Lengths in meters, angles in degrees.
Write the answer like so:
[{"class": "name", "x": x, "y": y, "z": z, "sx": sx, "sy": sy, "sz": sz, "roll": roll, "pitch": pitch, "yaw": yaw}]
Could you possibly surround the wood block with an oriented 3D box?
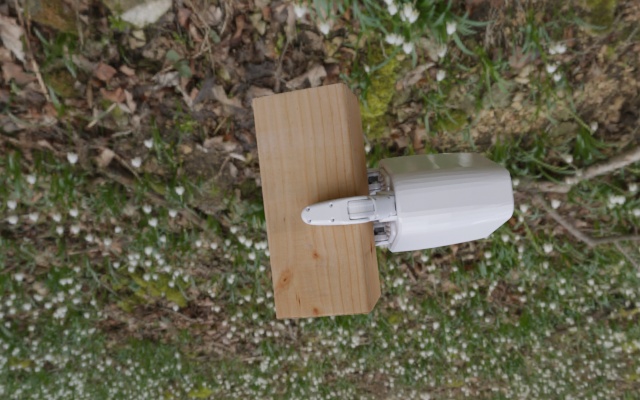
[{"class": "wood block", "x": 0.000, "y": 0.002, "z": 0.471, "sx": 0.090, "sy": 0.206, "sz": 0.091, "roll": -7, "pitch": -1, "yaw": 13}]
